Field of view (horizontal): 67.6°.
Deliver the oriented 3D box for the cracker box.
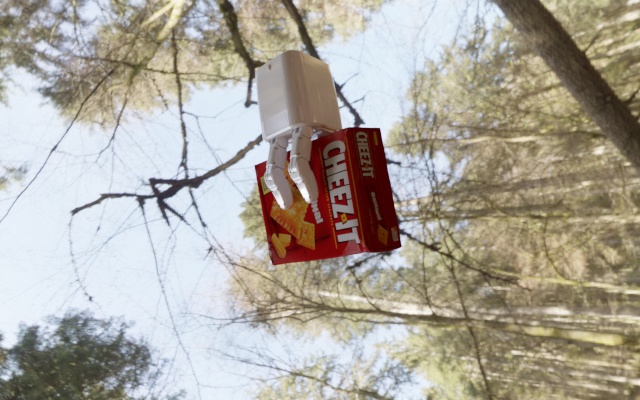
[{"bbox_3d":[0.000,0.002,0.684,0.072,0.164,0.214,-6,-6,-42],"label":"cracker box"}]
